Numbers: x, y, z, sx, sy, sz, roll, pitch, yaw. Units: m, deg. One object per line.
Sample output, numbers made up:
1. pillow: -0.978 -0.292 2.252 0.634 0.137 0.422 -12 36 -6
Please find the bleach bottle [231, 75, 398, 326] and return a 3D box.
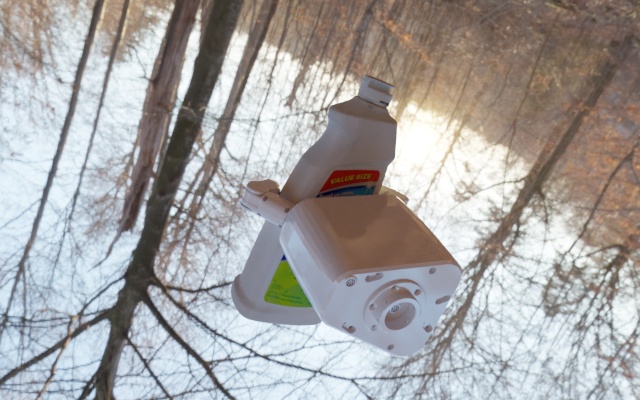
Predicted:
1. bleach bottle: 0.000 0.002 0.460 0.102 0.251 0.068 13 21 -26
